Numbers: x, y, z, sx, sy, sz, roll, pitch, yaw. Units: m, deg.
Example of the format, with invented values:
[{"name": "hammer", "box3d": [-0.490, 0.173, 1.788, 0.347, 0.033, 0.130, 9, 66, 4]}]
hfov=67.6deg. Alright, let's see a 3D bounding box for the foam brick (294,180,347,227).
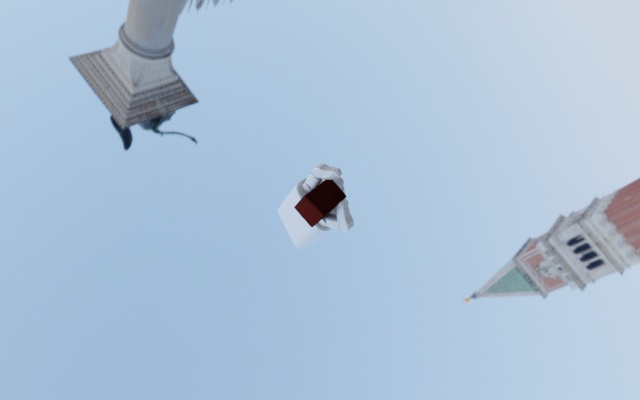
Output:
[{"name": "foam brick", "box3d": [0.000, 0.003, 0.887, 0.078, 0.053, 0.051, -38, -4, -41]}]
